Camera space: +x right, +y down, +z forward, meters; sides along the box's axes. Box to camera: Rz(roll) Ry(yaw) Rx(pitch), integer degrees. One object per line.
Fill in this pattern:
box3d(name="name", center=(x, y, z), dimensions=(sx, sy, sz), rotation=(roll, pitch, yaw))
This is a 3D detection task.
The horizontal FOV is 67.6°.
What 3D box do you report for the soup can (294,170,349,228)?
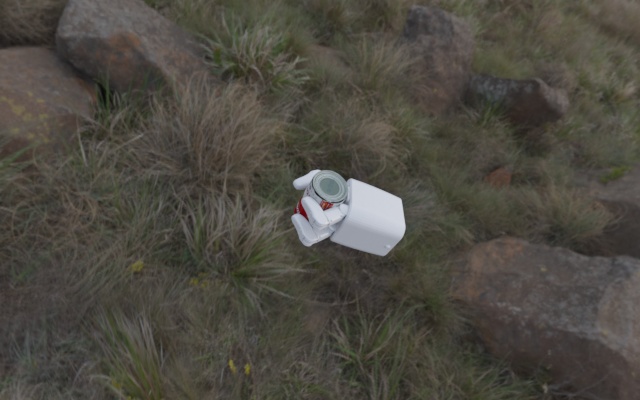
box3d(name="soup can", center=(0.000, 0.002, 0.837), dimensions=(0.068, 0.068, 0.102), rotation=(0, -33, -24))
